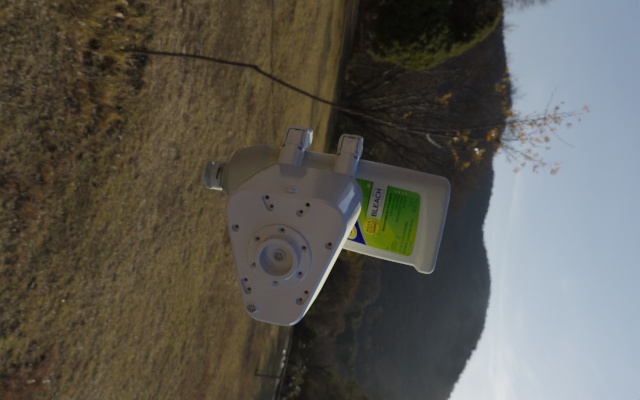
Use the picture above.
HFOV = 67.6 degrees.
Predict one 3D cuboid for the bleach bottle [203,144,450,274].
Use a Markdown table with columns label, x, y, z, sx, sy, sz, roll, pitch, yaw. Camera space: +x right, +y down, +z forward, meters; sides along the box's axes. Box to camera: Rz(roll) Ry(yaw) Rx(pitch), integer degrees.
| label | x | y | z | sx | sy | sz | roll | pitch | yaw |
| --- | --- | --- | --- | --- | --- | --- | --- | --- | --- |
| bleach bottle | 0.000 | 0.002 | 0.502 | 0.251 | 0.102 | 0.068 | 10 | 12 | 7 |
